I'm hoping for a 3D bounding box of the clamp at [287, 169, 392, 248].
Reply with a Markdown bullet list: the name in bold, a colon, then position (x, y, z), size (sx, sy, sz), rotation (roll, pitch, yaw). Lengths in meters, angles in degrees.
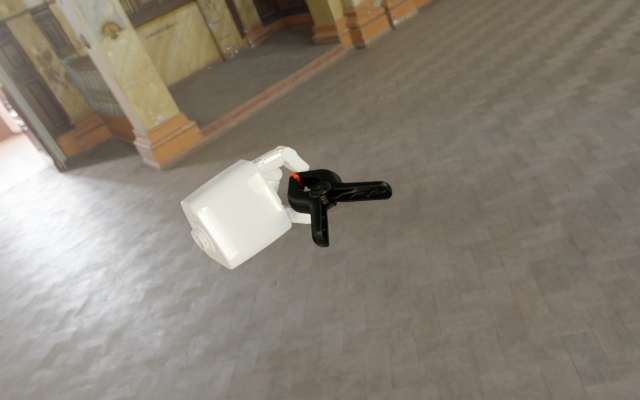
- **clamp**: position (0.000, 0.002, 0.640), size (0.120, 0.039, 0.171), rotation (-37, 31, -26)
